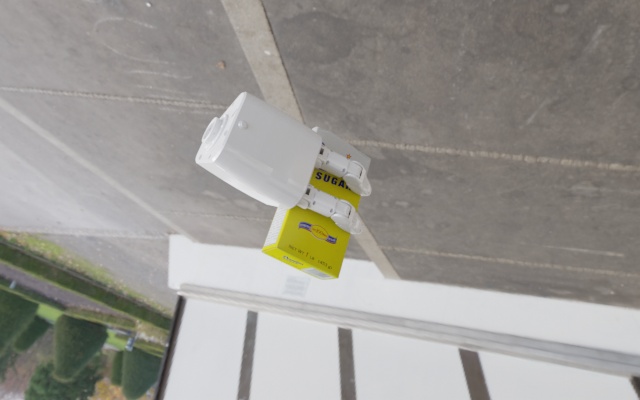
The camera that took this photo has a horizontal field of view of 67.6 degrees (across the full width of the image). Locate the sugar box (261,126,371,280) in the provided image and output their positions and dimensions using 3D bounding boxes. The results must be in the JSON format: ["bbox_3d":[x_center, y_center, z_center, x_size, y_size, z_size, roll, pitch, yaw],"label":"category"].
[{"bbox_3d":[0.000,0.002,0.600,0.093,0.176,0.048,29,-26,-25],"label":"sugar box"}]
